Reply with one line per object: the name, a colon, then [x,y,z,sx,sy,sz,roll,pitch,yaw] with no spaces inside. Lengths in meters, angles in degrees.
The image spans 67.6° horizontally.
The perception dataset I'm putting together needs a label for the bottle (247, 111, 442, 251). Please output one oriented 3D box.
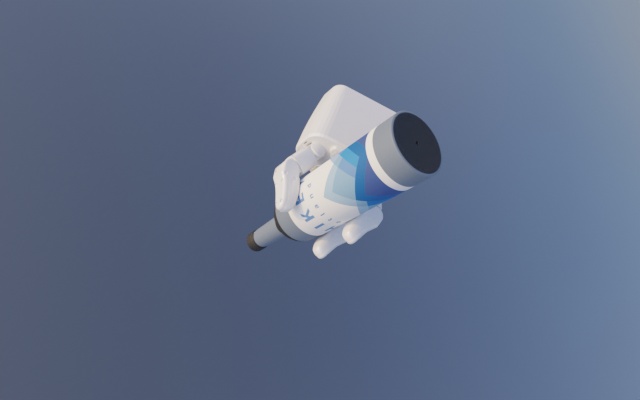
bottle: [0.000,0.002,0.535,0.069,0.069,0.296,0,-21,-40]
